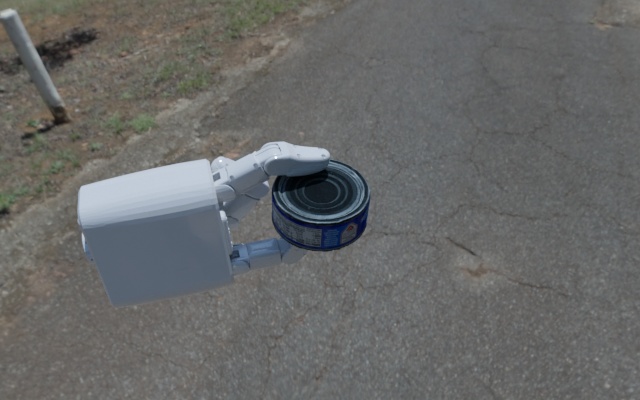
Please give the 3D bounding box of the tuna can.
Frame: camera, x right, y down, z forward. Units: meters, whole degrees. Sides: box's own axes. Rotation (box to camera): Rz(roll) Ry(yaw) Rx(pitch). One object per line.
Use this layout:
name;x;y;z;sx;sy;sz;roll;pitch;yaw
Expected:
tuna can;0.000;0.001;0.415;0.086;0.034;0.086;2;44;-2
